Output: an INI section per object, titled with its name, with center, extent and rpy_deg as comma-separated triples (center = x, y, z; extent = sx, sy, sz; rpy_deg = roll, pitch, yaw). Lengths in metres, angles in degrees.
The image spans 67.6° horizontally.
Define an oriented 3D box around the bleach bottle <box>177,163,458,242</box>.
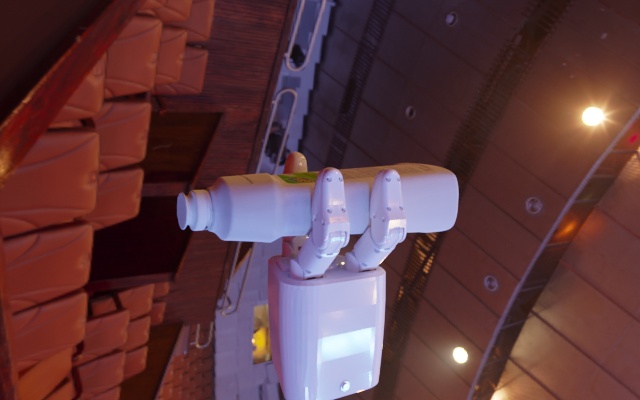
[bleach bottle]
center = 0.000, 0.001, 0.426
extent = 0.251, 0.068, 0.102
rpy_deg = -3, 7, -30
